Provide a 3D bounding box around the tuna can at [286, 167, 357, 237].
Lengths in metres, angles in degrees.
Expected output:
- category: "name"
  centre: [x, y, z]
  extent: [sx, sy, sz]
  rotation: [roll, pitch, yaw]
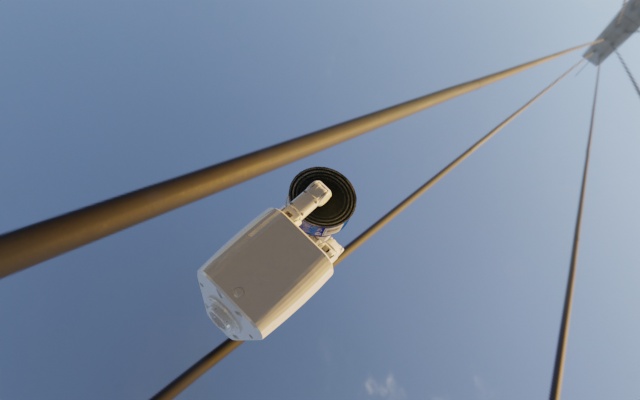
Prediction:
- category: "tuna can"
  centre: [0.000, 0.002, 0.602]
  extent: [0.086, 0.086, 0.034]
  rotation: [0, -28, -14]
